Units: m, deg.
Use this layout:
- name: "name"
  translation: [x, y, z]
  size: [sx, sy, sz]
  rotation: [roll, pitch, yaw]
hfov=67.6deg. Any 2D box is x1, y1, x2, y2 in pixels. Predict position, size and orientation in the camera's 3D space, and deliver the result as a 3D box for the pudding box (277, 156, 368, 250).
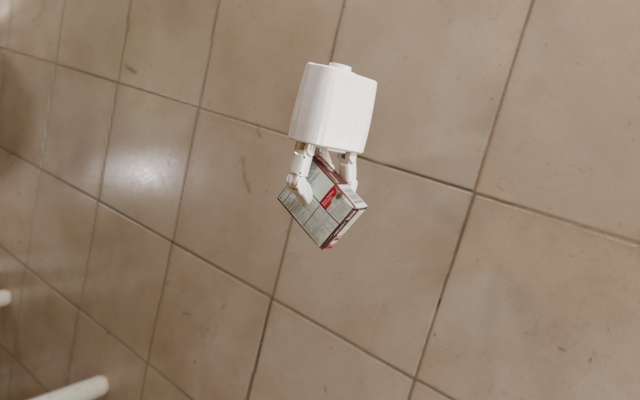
- name: "pudding box"
  translation: [0.000, 0.002, 0.710]
  size: [0.113, 0.090, 0.039]
  rotation: [50, 26, 23]
